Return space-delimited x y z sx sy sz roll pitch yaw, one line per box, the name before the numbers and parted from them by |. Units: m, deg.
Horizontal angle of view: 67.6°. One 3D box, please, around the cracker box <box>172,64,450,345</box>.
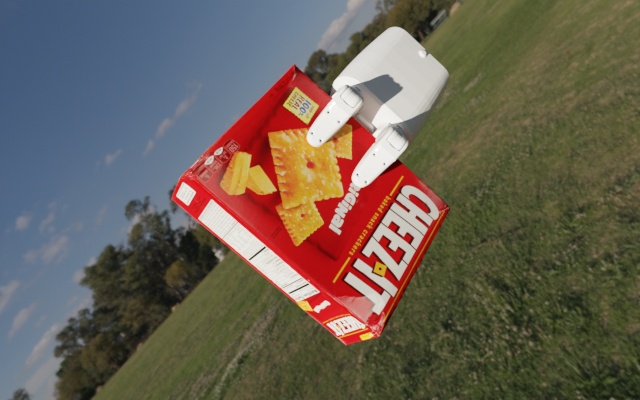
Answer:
cracker box | 0.000 0.001 0.451 0.214 0.164 0.072 41 -31 -6
